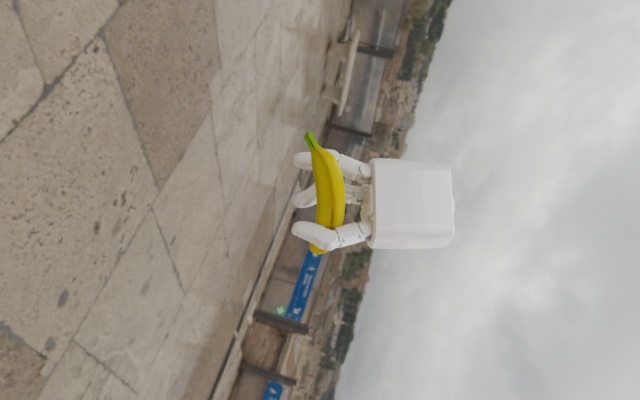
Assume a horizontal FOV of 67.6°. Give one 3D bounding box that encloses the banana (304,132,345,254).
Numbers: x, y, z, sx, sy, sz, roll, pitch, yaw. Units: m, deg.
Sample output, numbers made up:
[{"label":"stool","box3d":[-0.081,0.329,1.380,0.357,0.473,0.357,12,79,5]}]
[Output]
[{"label":"banana","box3d":[0.006,0.010,0.627,0.037,0.198,0.069,-12,38,-16]}]
